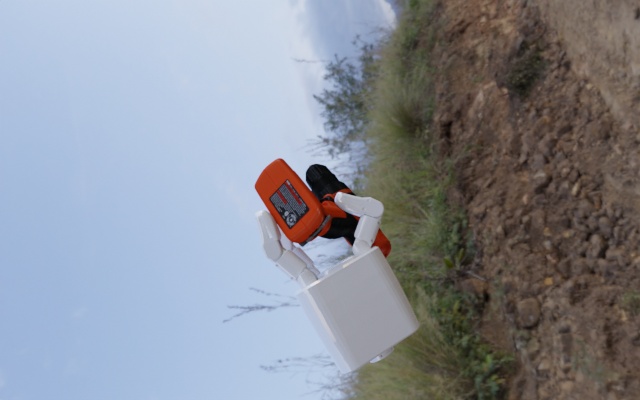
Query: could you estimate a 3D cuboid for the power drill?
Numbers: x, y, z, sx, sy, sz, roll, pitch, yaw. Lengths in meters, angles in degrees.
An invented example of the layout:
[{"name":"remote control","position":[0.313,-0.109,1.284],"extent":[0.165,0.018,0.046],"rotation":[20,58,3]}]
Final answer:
[{"name":"power drill","position":[0.000,0.002,0.632],"extent":[0.184,0.057,0.188],"rotation":[51,19,29]}]
